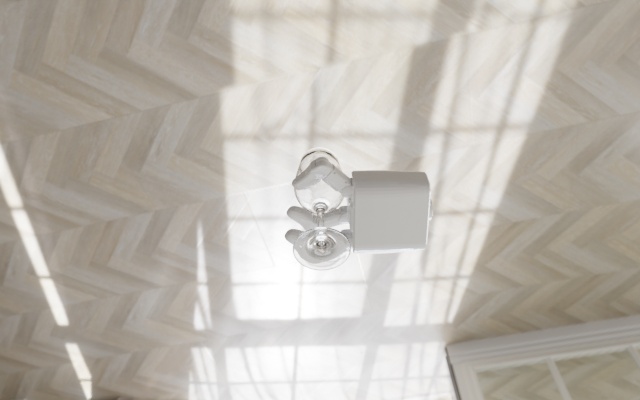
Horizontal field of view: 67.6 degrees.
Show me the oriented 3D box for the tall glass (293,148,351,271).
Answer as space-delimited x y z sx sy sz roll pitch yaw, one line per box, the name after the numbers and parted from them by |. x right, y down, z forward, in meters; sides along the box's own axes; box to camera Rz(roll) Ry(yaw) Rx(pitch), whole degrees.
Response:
0.000 0.003 0.682 0.079 0.079 0.200 0 38 -2 | tall glass
